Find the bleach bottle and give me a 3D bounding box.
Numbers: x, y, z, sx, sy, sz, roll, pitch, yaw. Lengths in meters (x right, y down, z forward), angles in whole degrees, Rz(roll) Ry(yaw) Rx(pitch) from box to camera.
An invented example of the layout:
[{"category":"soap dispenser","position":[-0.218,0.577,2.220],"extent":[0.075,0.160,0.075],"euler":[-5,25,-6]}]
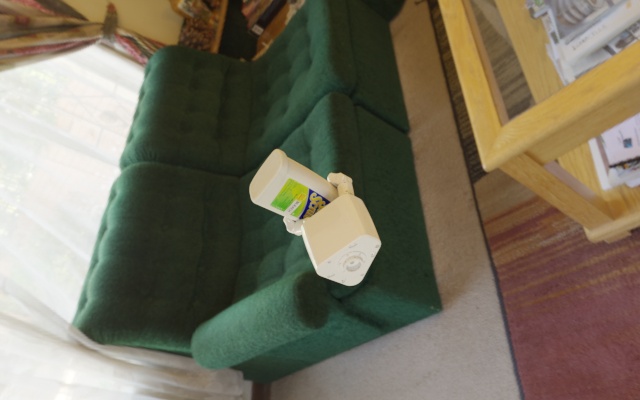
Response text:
[{"category":"bleach bottle","position":[0.000,0.003,0.879],"extent":[0.251,0.102,0.068],"euler":[25,27,-31]}]
